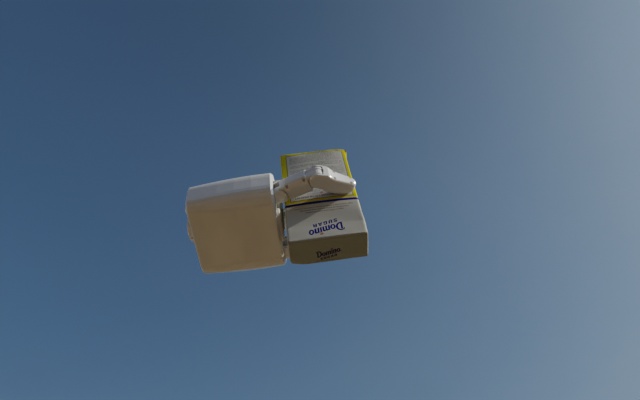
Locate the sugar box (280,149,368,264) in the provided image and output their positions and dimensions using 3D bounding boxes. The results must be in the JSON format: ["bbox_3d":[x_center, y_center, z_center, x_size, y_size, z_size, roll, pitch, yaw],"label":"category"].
[{"bbox_3d":[0.000,0.002,0.608,0.093,0.048,0.176,-7,42,-2],"label":"sugar box"}]
